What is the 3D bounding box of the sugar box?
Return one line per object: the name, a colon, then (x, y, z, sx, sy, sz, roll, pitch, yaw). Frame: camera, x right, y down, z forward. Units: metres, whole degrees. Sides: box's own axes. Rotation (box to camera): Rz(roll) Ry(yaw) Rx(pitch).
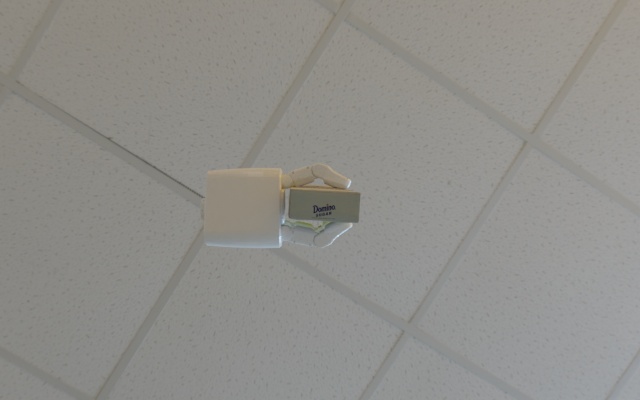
sugar box: (0.000, 0.003, 0.688, 0.093, 0.048, 0.176, 3, 6, -3)
